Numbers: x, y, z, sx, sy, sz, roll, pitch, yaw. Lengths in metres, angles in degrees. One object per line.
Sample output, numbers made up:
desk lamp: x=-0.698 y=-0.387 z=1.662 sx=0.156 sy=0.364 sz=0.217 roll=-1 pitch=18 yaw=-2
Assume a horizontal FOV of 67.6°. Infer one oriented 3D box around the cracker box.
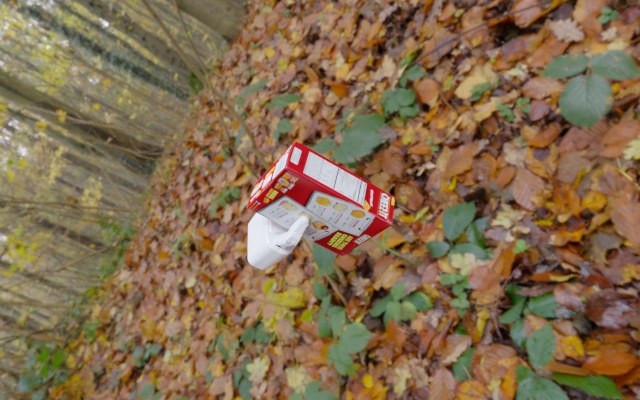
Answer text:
cracker box: x=0.000 y=0.003 z=0.858 sx=0.214 sy=0.072 sz=0.164 roll=28 pitch=-37 yaw=-18
